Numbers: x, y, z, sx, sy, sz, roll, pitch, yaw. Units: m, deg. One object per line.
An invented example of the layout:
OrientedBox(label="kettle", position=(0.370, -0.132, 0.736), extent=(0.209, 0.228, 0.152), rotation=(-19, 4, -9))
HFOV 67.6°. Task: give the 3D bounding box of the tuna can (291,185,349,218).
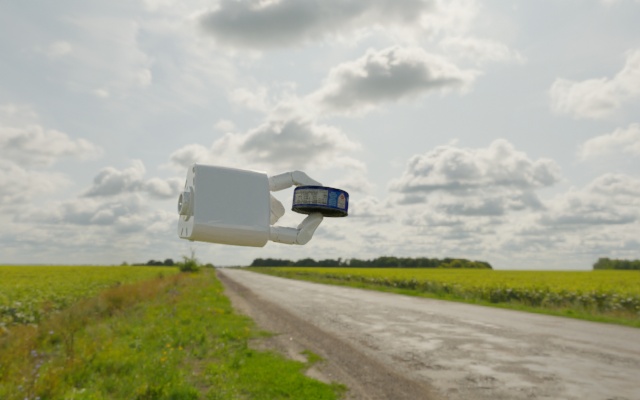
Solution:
OrientedBox(label="tuna can", position=(0.000, 0.002, 0.714), extent=(0.086, 0.033, 0.086), rotation=(5, -10, 1))
